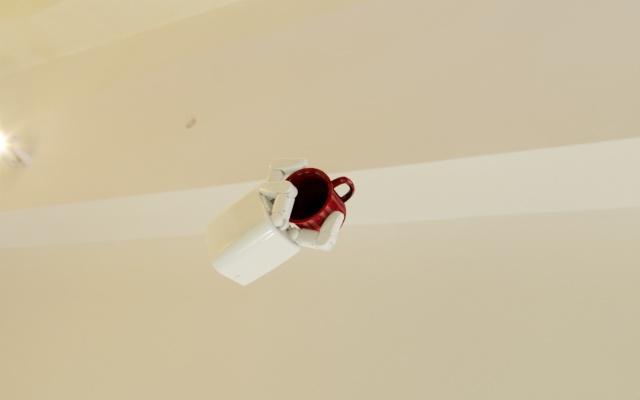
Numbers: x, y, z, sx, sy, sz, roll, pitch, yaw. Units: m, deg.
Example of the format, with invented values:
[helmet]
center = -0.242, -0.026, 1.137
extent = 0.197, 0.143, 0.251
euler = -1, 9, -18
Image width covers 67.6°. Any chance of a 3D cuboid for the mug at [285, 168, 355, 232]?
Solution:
[mug]
center = 0.001, 0.002, 0.739
extent = 0.117, 0.093, 0.081
euler = -32, -35, 7
